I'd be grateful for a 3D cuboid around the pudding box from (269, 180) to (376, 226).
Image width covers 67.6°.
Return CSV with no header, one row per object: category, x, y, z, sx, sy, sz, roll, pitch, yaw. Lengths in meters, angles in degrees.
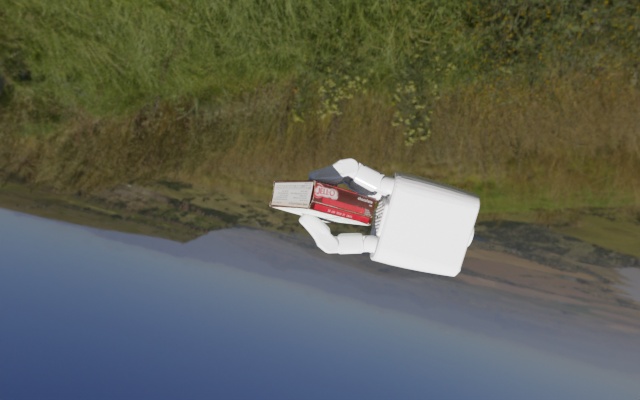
pudding box,0.000,0.002,0.596,0.090,0.039,0.113,17,-9,-30
